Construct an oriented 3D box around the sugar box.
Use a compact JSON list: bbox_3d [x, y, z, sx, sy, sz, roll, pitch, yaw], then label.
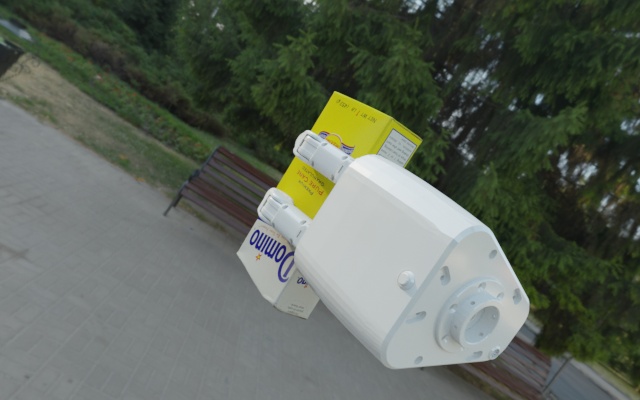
[{"bbox_3d":[0.000,0.001,0.408,0.048,0.176,0.093,29,7,-36],"label":"sugar box"}]
